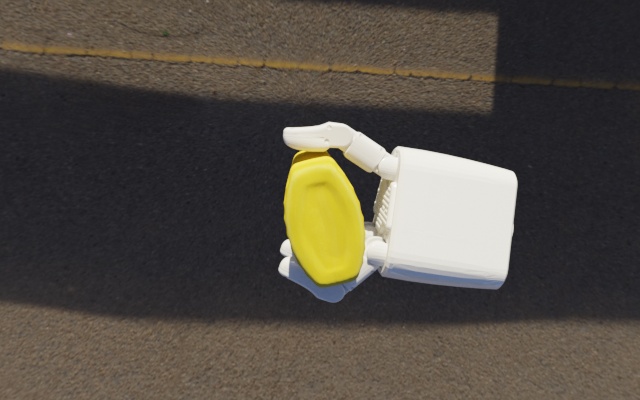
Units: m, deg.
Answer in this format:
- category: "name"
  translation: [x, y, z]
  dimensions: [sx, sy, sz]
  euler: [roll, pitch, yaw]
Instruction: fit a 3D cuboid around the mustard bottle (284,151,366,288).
- category: "mustard bottle"
  translation: [0.000, 0.001, 0.437]
  dimensions: [0.058, 0.096, 0.191]
  euler: [-14, 12, 1]
